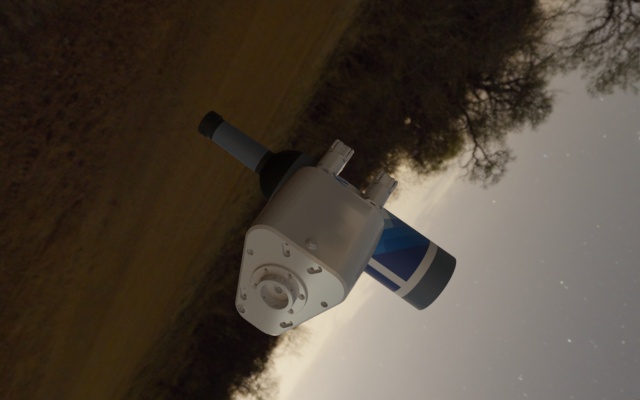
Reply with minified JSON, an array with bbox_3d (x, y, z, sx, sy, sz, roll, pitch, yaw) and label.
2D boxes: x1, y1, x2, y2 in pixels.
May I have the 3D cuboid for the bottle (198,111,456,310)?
[{"bbox_3d":[0.000,0.002,0.497,0.295,0.069,0.069,35,1,1],"label":"bottle"}]
